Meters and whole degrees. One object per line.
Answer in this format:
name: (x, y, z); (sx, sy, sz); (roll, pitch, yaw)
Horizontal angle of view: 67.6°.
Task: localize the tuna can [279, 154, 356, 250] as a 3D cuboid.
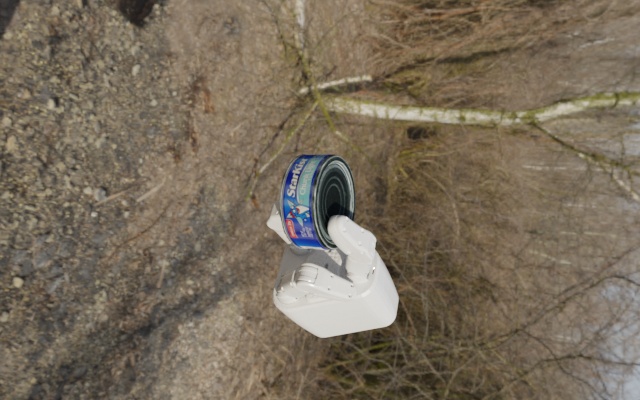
tuna can: (0.001, 0.001, 0.425); (0.034, 0.086, 0.086); (2, 1, 28)
